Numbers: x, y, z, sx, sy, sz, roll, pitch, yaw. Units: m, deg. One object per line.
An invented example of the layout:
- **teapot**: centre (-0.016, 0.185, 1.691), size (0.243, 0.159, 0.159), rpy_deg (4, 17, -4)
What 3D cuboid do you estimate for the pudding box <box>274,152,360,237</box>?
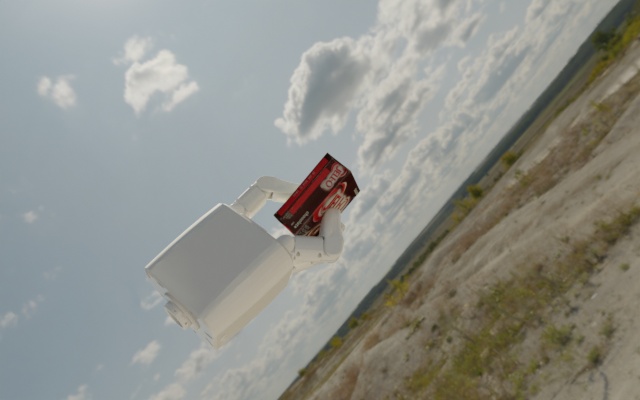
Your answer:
- **pudding box**: centre (0.000, 0.002, 0.547), size (0.039, 0.090, 0.113), rpy_deg (41, 0, 12)
